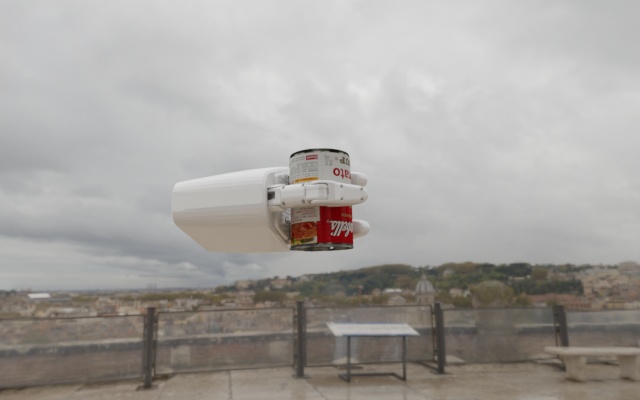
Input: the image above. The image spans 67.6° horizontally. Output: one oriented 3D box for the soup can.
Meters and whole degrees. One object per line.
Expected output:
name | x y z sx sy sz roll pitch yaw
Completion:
soup can | 0.001 0.001 0.512 0.068 0.102 0.068 -1 -10 0
